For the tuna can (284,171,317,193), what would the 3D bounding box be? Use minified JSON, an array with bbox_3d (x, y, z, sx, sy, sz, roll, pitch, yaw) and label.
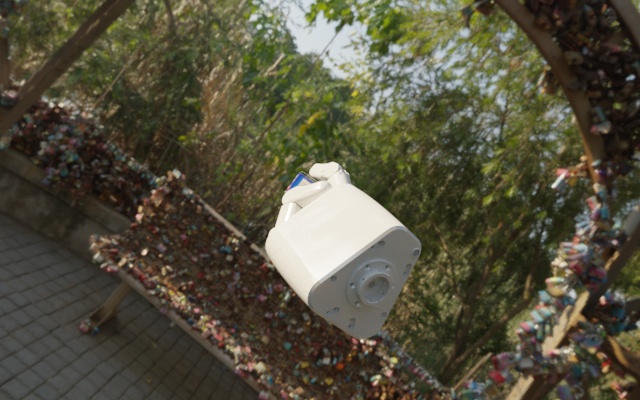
[{"bbox_3d":[0.000,0.001,0.580,0.086,0.034,0.086,36,0,0],"label":"tuna can"}]
